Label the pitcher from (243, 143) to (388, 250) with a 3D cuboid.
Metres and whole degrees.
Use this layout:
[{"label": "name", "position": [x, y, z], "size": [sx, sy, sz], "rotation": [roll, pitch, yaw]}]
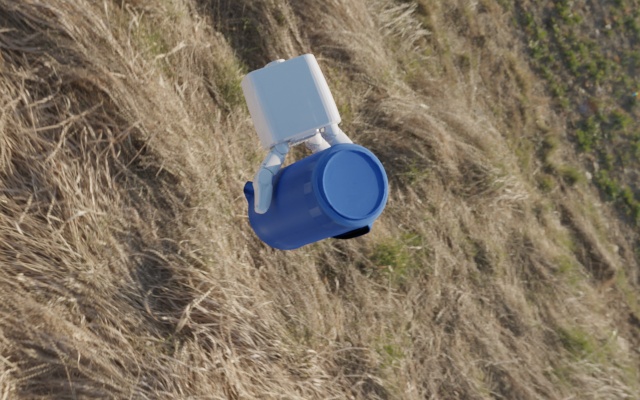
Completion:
[{"label": "pitcher", "position": [0.000, 0.002, 0.692], "size": [0.149, 0.145, 0.243], "rotation": [-19, 0, -26]}]
